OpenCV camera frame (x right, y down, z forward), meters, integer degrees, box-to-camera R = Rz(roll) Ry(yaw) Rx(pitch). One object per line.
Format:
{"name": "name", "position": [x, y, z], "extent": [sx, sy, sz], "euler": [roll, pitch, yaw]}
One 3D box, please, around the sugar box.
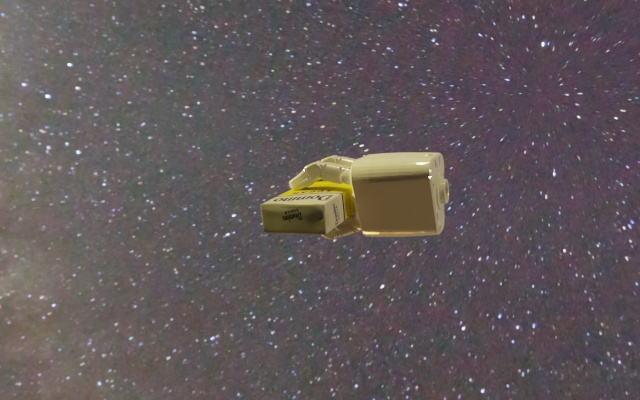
{"name": "sugar box", "position": [0.000, 0.002, 0.676], "extent": [0.093, 0.048, 0.176], "euler": [0, 12, 24]}
